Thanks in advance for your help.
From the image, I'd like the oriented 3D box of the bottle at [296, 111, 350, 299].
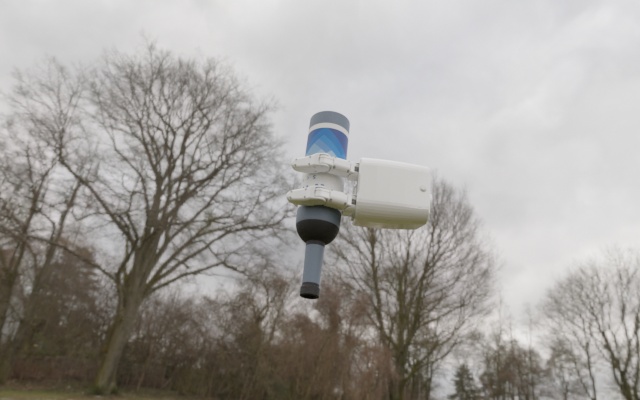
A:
[{"bbox_3d":[0.000,0.002,0.726,0.069,0.295,0.069,5,-26,3],"label":"bottle"}]
